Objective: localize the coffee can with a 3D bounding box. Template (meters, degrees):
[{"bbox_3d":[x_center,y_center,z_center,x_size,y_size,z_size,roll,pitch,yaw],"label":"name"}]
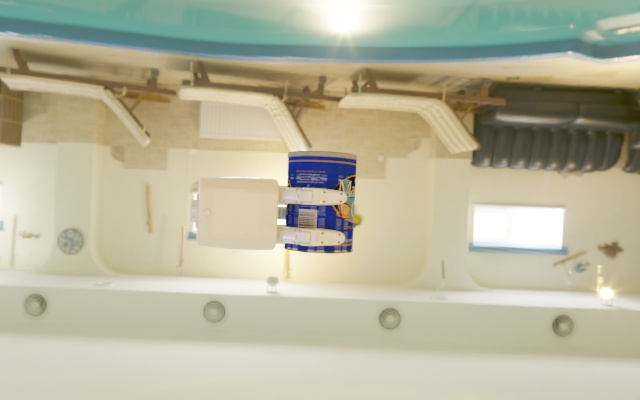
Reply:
[{"bbox_3d":[0.000,0.002,0.701,0.103,0.140,0.103,3,0,0],"label":"coffee can"}]
